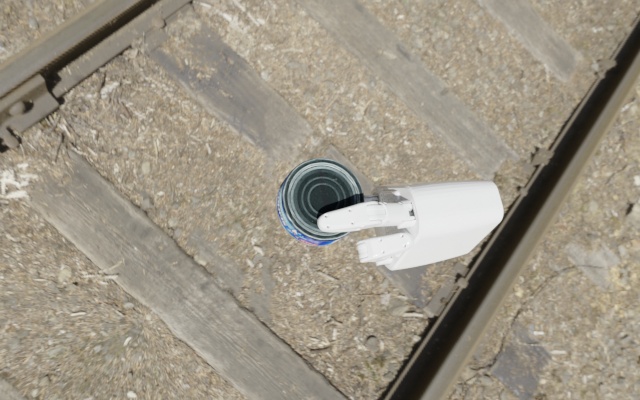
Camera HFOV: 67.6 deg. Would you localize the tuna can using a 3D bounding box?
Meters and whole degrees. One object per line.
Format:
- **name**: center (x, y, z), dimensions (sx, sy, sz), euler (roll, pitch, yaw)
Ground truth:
- **tuna can**: center (0.000, 0.001, 0.480), dimensions (0.086, 0.086, 0.034), euler (0, -13, -15)
